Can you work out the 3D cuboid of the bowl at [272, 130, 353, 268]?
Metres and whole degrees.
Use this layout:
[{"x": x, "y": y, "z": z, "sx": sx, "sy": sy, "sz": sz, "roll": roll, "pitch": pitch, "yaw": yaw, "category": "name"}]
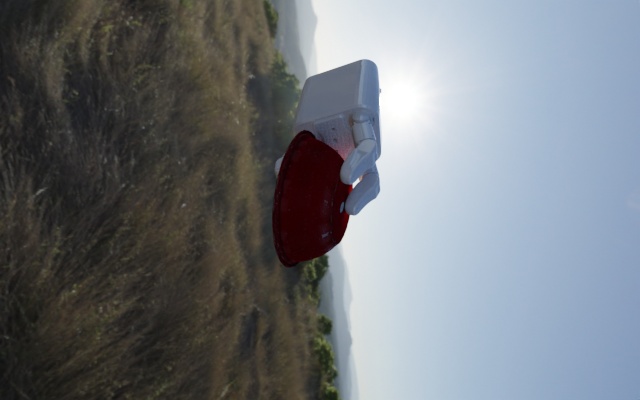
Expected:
[{"x": 0.000, "y": 0.003, "z": 0.553, "sx": 0.055, "sy": 0.162, "sz": 0.162, "roll": 8, "pitch": 2, "yaw": 17, "category": "bowl"}]
